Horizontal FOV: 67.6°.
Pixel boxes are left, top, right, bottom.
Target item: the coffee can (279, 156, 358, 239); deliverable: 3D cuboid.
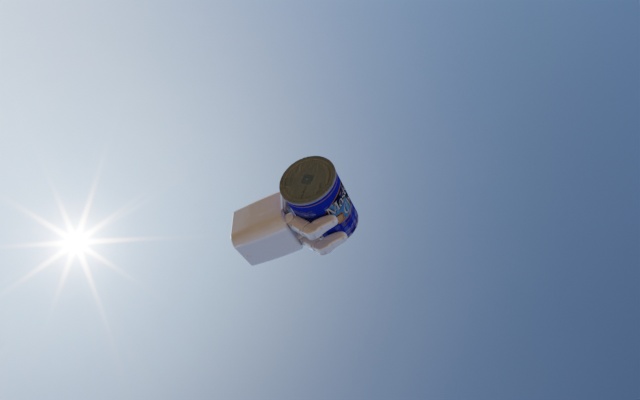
[{"bbox_3d":[0.000,0.003,0.860,0.103,0.102,0.140,0,-35,24],"label":"coffee can"}]
